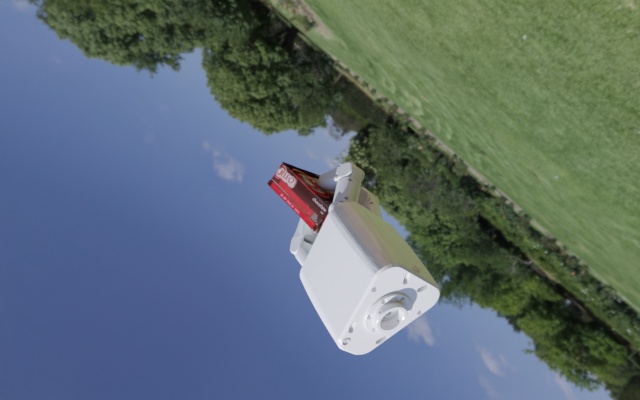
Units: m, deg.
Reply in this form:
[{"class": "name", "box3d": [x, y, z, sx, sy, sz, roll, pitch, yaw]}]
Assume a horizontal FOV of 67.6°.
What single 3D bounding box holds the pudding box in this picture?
[{"class": "pudding box", "box3d": [0.000, 0.002, 0.581, 0.090, 0.039, 0.113, 45, 12, 25]}]
